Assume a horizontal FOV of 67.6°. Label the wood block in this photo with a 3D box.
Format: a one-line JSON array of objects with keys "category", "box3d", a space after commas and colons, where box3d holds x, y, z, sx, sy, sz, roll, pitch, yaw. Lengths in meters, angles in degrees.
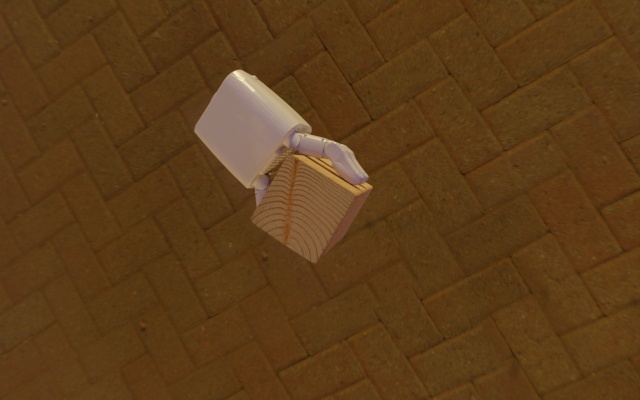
[{"category": "wood block", "box3d": [0.000, 0.002, 0.617, 0.090, 0.091, 0.206, 33, 10, 8]}]
